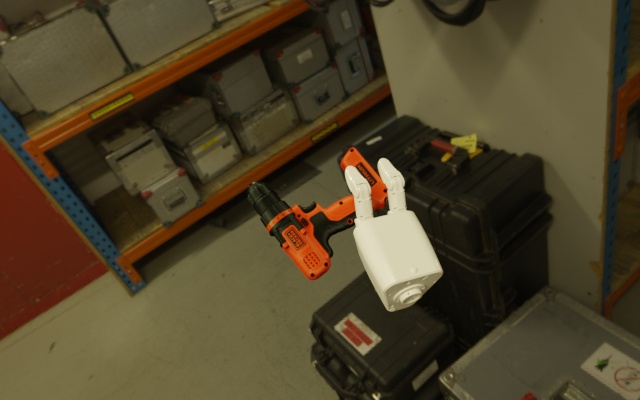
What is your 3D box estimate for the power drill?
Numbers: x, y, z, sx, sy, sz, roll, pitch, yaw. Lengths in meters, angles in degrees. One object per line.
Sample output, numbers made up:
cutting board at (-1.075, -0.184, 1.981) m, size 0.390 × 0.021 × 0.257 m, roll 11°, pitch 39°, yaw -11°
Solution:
power drill at (0.001, 0.002, 0.749) m, size 0.187 × 0.184 × 0.057 m, roll -38°, pitch -12°, yaw -4°
